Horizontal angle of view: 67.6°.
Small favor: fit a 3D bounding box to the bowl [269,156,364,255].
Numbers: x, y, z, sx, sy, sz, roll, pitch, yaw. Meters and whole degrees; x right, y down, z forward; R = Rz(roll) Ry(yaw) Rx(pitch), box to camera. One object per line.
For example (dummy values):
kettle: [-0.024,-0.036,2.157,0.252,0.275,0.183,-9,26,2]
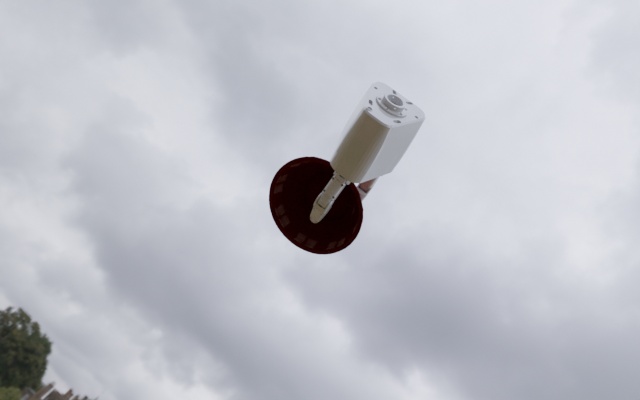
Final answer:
bowl: [-0.001,0.003,0.764,0.162,0.162,0.055,0,18,25]
